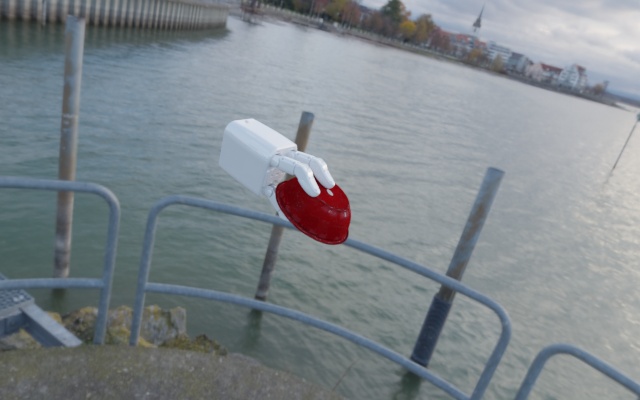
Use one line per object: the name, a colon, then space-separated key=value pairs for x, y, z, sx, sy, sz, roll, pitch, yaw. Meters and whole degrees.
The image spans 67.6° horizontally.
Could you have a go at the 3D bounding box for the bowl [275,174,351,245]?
bowl: x=0.001 y=0.003 z=0.864 sx=0.162 sy=0.162 sz=0.055 roll=0 pitch=-43 yaw=-51
